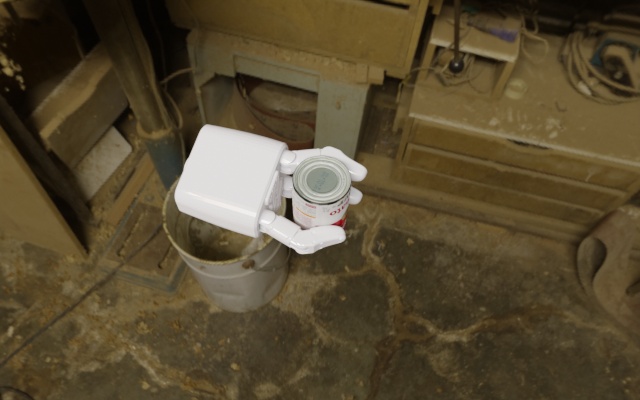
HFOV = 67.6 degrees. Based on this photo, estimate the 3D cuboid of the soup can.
[{"bbox_3d":[0.001,0.002,0.570,0.068,0.068,0.102,0,-32,-2],"label":"soup can"}]
